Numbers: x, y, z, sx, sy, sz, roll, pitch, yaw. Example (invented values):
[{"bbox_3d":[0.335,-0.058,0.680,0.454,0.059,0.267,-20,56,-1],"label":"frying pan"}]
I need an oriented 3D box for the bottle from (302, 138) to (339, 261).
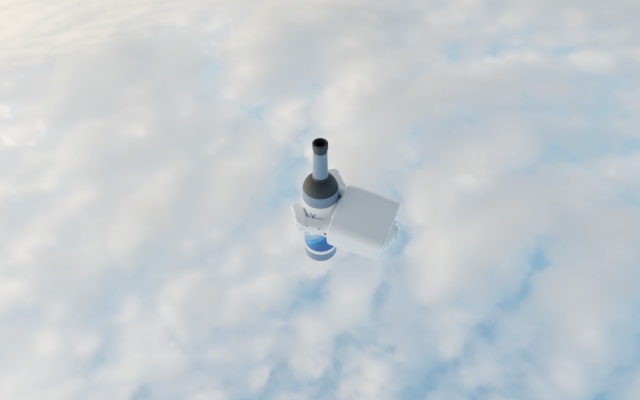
[{"bbox_3d":[0.000,0.003,0.895,0.069,0.069,0.296,0,-42,0],"label":"bottle"}]
